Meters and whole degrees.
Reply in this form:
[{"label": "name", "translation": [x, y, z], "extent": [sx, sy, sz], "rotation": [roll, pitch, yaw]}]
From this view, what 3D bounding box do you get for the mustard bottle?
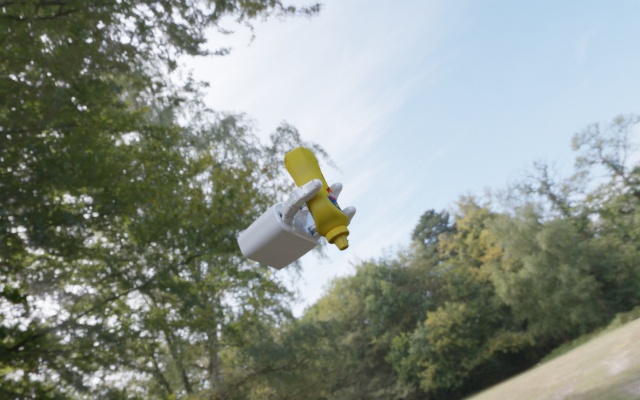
[{"label": "mustard bottle", "translation": [0.000, 0.002, 0.832], "extent": [0.058, 0.191, 0.096], "rotation": [-28, -25, 3]}]
